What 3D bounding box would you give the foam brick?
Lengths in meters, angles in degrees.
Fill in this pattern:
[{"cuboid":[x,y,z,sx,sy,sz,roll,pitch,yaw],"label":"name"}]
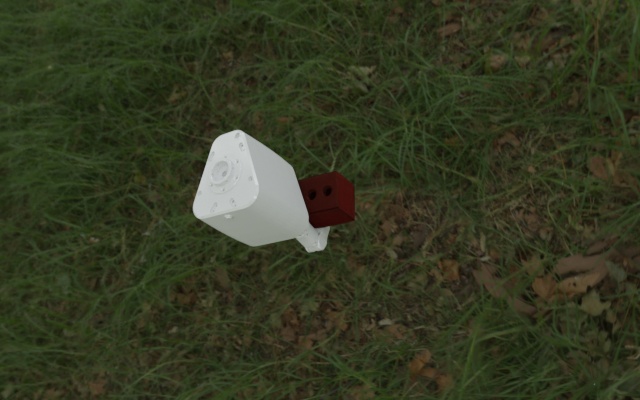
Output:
[{"cuboid":[0.000,0.002,0.625,0.078,0.053,0.051,-14,-29,24],"label":"foam brick"}]
